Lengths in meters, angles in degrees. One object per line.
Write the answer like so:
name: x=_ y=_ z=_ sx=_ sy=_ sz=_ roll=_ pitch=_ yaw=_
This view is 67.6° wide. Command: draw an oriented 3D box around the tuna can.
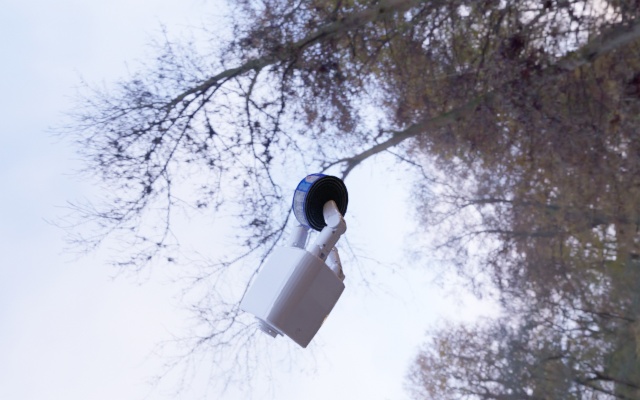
tuna can: x=0.000 y=0.002 z=0.709 sx=0.086 sy=0.086 sz=0.033 roll=0 pitch=10 yaw=-41
